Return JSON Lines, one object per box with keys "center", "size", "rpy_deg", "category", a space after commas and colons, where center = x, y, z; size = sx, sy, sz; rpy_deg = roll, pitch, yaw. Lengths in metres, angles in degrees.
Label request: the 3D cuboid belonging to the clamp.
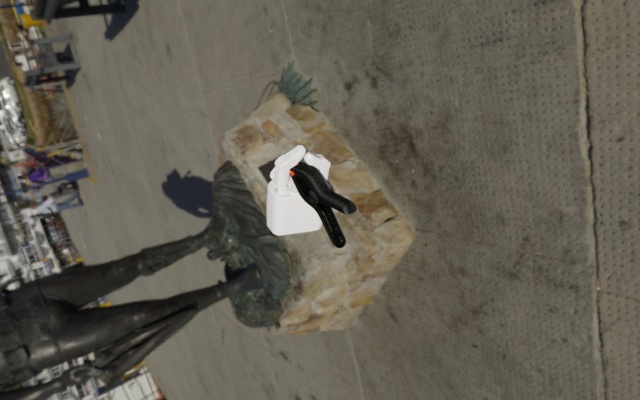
{"center": [0.000, 0.003, 0.835], "size": [0.039, 0.120, 0.171], "rpy_deg": [-21, 50, -29], "category": "clamp"}
